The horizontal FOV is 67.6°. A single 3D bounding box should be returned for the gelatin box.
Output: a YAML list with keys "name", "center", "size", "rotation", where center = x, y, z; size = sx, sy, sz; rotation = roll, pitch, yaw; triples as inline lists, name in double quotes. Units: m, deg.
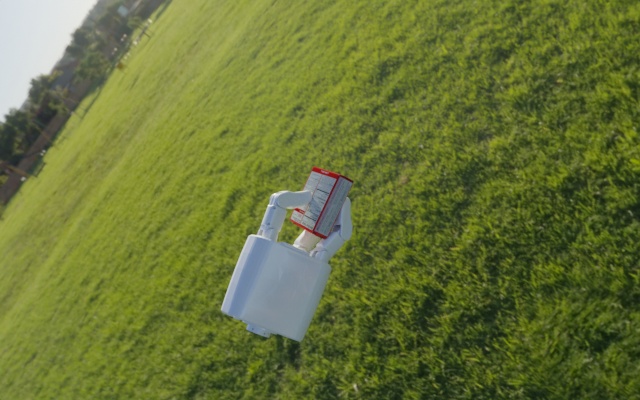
- name: "gelatin box"
  center: [0.000, 0.002, 0.665]
  size: [0.030, 0.089, 0.073]
  rotation: [25, -1, -32]
